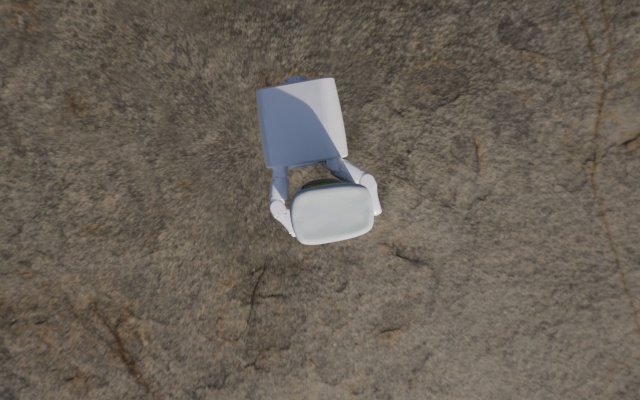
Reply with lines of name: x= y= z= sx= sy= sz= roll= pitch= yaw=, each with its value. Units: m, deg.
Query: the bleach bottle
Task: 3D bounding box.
bleach bottle: x=0.000 y=0.002 z=0.676 sx=0.102 sy=0.068 sz=0.251 roll=-9 pitch=7 yaw=-7
